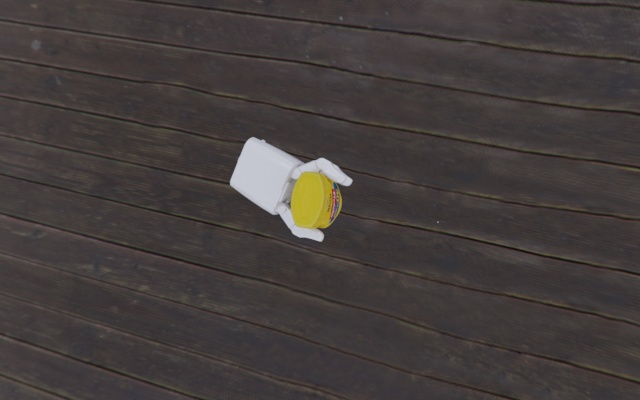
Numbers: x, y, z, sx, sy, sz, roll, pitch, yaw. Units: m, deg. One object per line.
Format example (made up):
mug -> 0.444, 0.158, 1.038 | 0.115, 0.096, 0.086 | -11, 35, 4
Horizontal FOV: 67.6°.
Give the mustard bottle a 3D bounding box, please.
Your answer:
mustard bottle -> 0.000, 0.003, 0.881 | 0.058, 0.096, 0.191 | 6, -1, 14
